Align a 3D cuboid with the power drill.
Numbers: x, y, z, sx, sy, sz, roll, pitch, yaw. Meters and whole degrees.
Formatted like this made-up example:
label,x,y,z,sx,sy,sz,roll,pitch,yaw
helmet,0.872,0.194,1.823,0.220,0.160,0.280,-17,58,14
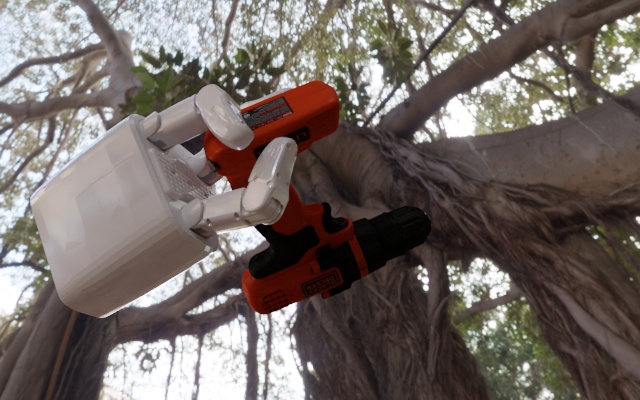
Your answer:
label,x,y,z,sx,sy,sz,roll,pitch,yaw
power drill,0.000,0.001,0.401,0.184,0.188,0.057,-24,35,-7
